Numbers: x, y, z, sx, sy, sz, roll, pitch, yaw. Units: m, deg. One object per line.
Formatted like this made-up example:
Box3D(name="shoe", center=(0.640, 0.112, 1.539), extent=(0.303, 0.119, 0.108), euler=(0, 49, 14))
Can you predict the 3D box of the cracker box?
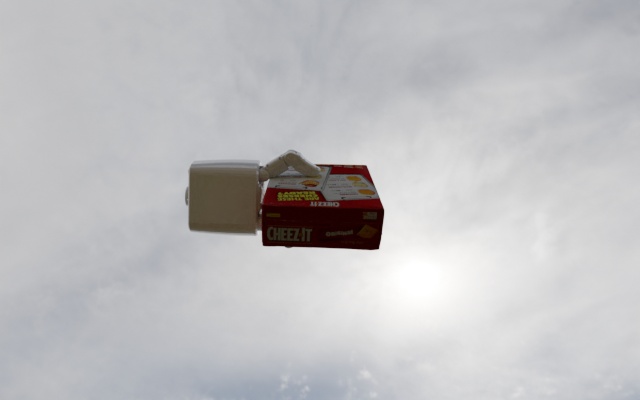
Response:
Box3D(name="cracker box", center=(0.000, 0.002, 0.733), extent=(0.164, 0.072, 0.213), euler=(1, 20, -2))
